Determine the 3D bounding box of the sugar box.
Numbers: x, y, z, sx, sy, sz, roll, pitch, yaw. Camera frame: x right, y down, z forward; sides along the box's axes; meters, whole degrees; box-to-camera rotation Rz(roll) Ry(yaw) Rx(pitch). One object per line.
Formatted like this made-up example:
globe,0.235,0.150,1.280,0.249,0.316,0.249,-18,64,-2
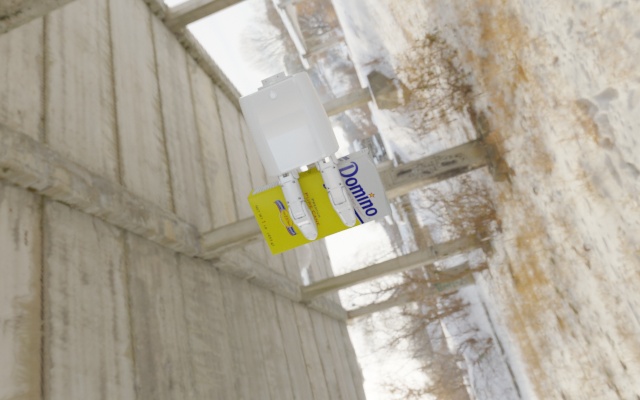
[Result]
sugar box,0.000,0.002,0.654,0.176,0.093,0.048,-20,16,10
